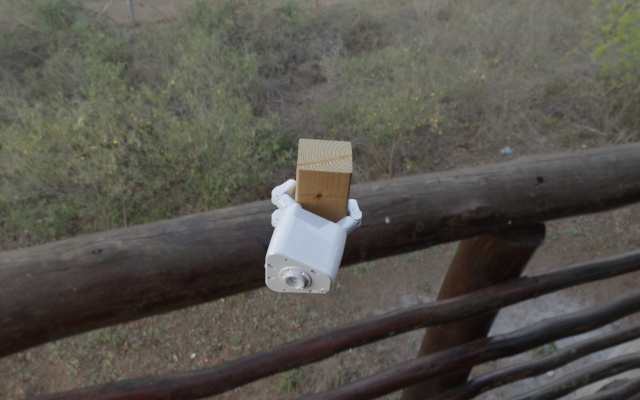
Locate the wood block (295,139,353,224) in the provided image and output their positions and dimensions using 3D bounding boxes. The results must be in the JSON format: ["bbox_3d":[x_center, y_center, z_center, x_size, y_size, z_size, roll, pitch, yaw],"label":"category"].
[{"bbox_3d":[0.000,0.003,0.849,0.091,0.206,0.090,4,41,-2],"label":"wood block"}]
